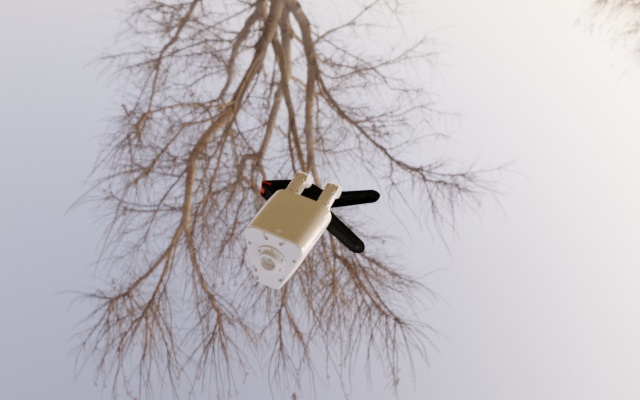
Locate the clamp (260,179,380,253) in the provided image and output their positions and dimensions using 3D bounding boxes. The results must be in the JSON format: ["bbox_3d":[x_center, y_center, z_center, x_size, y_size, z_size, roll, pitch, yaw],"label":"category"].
[{"bbox_3d":[-0.001,0.003,0.825,0.210,0.036,0.164,21,36,12],"label":"clamp"}]
